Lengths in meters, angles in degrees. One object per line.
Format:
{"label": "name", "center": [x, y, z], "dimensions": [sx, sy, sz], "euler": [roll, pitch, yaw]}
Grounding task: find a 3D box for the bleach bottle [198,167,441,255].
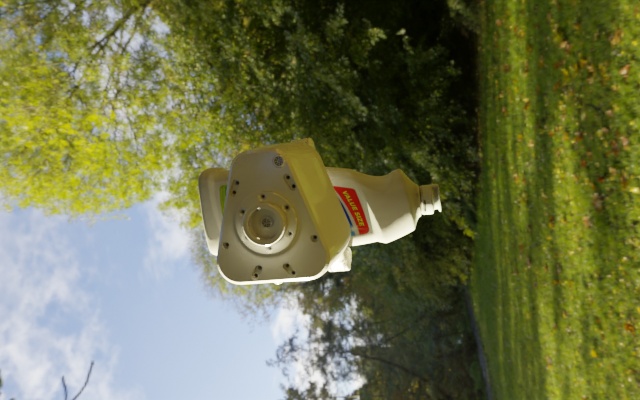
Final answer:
{"label": "bleach bottle", "center": [0.000, 0.002, 0.518], "dimensions": [0.251, 0.102, 0.068], "euler": [-6, 6, 11]}
